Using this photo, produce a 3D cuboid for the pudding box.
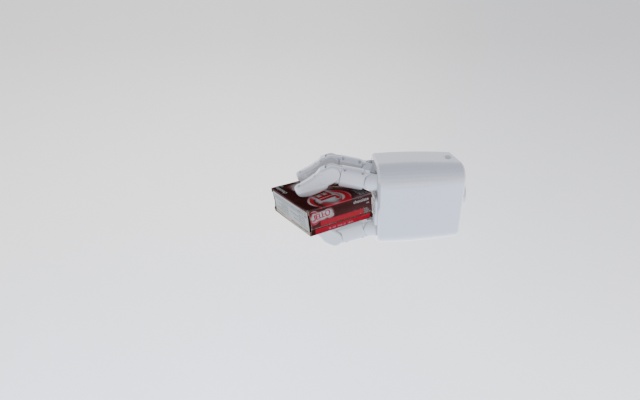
[{"bbox_3d":[0.000,0.002,0.613,0.090,0.039,0.113,-15,20,-25],"label":"pudding box"}]
